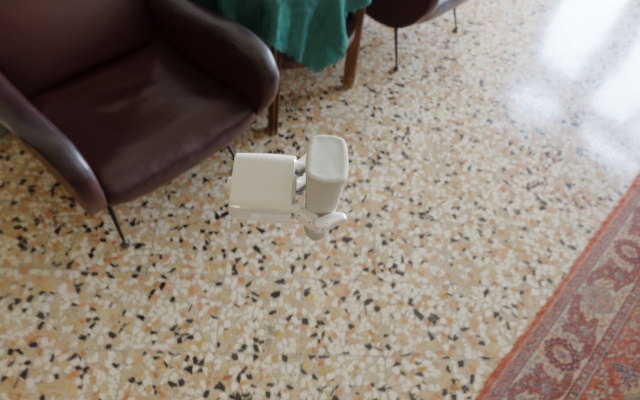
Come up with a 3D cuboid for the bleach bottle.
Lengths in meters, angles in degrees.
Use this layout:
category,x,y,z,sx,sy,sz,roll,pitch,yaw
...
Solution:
category,x,y,z,sx,sy,sz,roll,pitch,yaw
bleach bottle,0.000,0.003,0.848,0.068,0.102,0.251,5,-36,-3
